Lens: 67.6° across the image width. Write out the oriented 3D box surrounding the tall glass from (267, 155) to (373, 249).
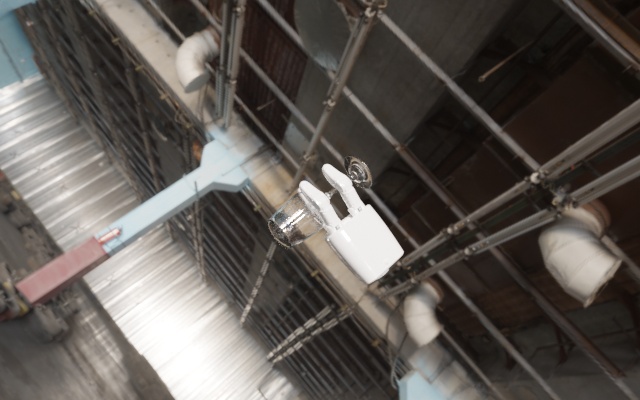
[{"bbox_3d":[0.001,0.002,0.856,0.201,0.079,0.079,-38,17,-24],"label":"tall glass"}]
